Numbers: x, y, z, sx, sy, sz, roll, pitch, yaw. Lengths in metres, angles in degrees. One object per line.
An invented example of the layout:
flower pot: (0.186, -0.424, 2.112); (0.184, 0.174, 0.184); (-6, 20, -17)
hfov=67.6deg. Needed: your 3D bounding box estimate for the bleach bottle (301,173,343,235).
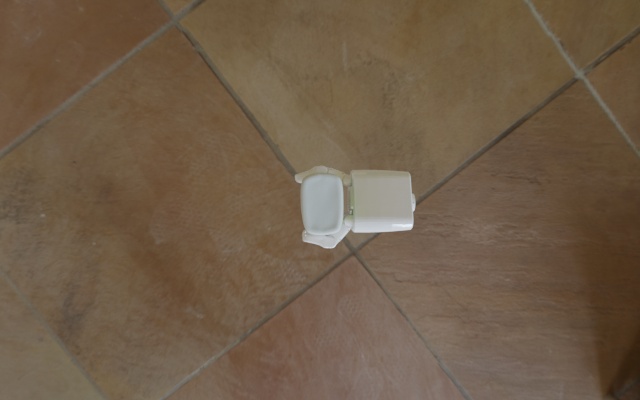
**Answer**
bleach bottle: (0.000, 0.003, 0.872); (0.068, 0.102, 0.251); (-2, 2, -1)
